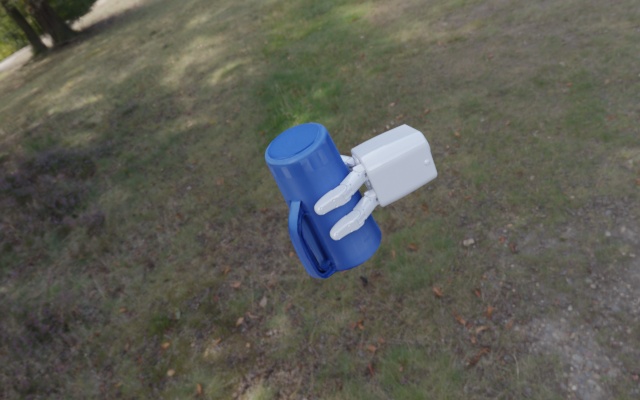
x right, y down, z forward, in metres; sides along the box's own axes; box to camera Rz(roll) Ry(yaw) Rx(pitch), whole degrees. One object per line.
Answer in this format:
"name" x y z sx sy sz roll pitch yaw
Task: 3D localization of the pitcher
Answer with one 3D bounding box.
"pitcher" 0.000 0.003 0.802 0.145 0.243 0.149 -27 34 1
